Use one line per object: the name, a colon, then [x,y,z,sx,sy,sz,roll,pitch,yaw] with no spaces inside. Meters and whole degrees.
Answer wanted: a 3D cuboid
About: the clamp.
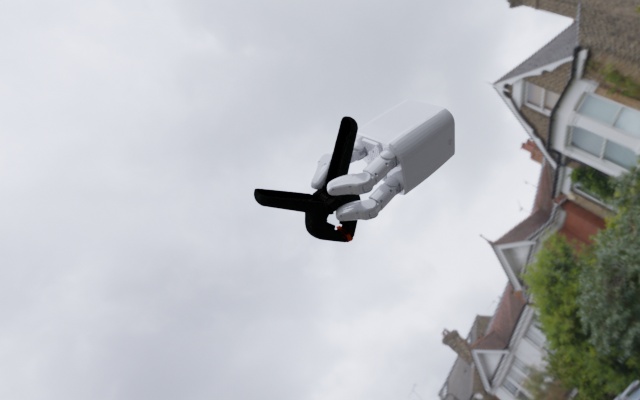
clamp: [0.000,0.002,0.670,0.164,0.210,0.036,-35,50,-15]
